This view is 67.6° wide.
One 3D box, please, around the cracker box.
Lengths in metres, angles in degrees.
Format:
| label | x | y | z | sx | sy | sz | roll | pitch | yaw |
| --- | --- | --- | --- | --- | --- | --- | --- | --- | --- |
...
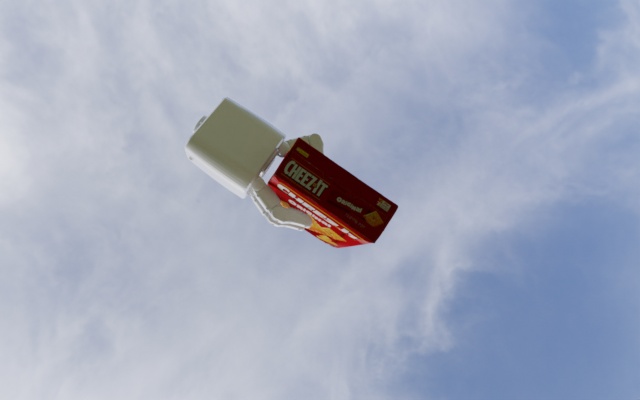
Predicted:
| label | x | y | z | sx | sy | sz | roll | pitch | yaw |
| --- | --- | --- | --- | --- | --- | --- | --- | --- | --- |
| cracker box | 0.000 | 0.002 | 0.722 | 0.164 | 0.072 | 0.214 | 34 | -12 | -5 |
